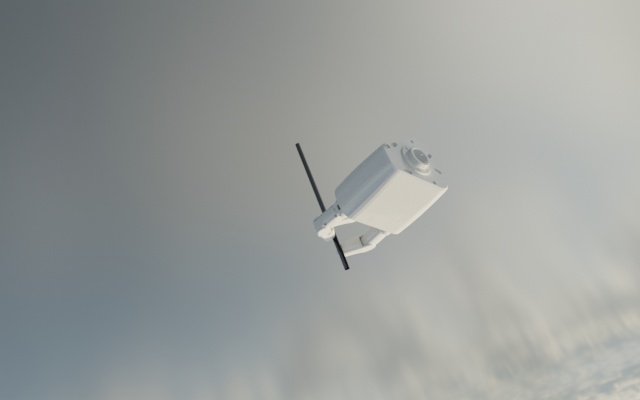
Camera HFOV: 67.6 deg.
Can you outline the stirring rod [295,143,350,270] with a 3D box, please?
[{"bbox_3d":[0.000,0.002,0.760,0.011,0.239,0.011,-17,-29,-9],"label":"stirring rod"}]
